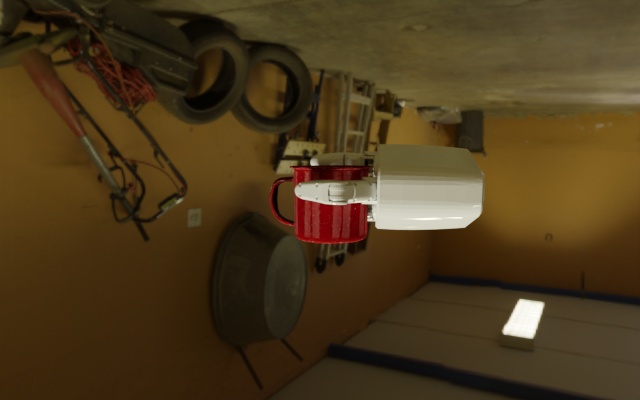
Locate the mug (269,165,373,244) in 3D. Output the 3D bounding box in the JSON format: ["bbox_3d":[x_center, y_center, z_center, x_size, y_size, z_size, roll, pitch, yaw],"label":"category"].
[{"bbox_3d":[-0.001,0.002,0.534,0.117,0.081,0.093,1,5,7],"label":"mug"}]
